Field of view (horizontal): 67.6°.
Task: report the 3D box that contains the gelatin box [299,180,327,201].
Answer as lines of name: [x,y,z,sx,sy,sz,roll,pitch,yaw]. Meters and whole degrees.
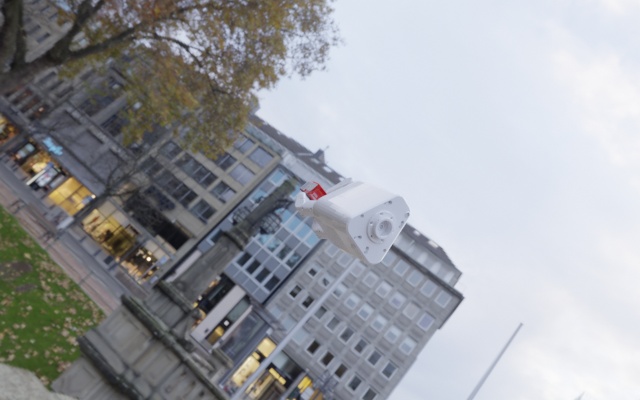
gelatin box: [0.000,0.002,0.865,0.030,0.073,0.089,-39,14,-5]
